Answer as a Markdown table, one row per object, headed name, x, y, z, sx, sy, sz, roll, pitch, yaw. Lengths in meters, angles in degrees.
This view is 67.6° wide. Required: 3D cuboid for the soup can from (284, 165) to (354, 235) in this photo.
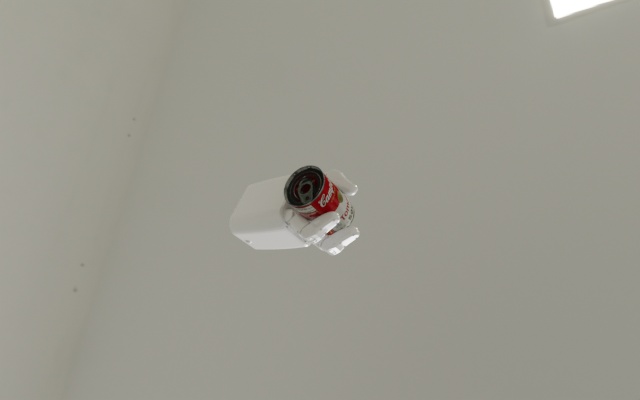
| name | x | y | z | sx | sy | sz | roll | pitch | yaw |
| --- | --- | --- | --- | --- | --- | --- | --- | --- | --- |
| soup can | 0.001 | 0.002 | 0.719 | 0.068 | 0.068 | 0.102 | 0 | -28 | 33 |
